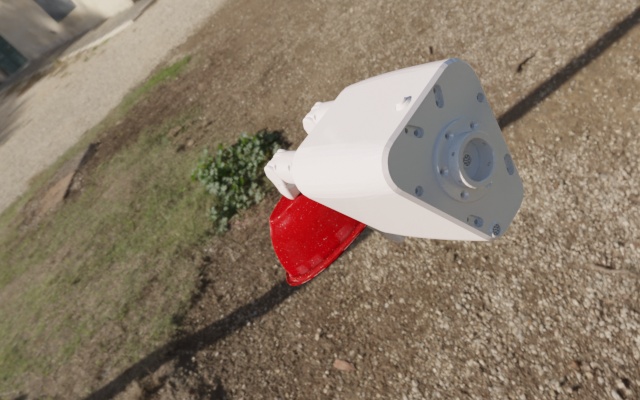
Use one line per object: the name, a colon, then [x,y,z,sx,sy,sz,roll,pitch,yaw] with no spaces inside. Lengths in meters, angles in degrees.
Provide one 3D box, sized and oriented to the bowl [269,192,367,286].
bowl: [-0.001,0.002,0.466,0.055,0.162,0.162,40,-9,-11]
